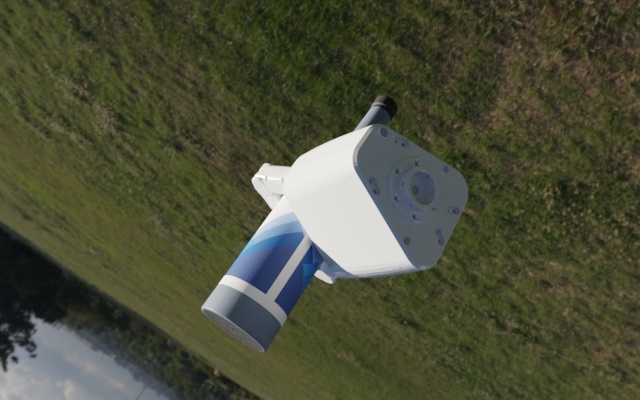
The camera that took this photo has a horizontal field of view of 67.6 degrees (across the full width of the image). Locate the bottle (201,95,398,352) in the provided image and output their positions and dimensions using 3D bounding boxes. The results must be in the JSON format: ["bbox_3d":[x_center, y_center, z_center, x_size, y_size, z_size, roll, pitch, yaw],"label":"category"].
[{"bbox_3d":[0.000,0.002,0.470,0.069,0.295,0.069,27,-27,15],"label":"bottle"}]
